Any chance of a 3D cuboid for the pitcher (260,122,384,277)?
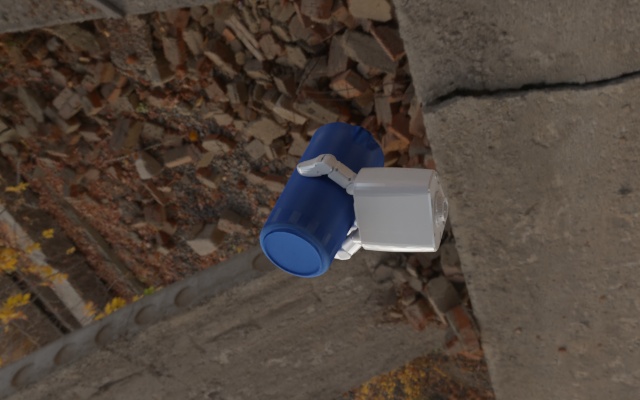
[{"bbox_3d":[0.000,0.002,0.745,0.145,0.149,0.242,2,41,27],"label":"pitcher"}]
